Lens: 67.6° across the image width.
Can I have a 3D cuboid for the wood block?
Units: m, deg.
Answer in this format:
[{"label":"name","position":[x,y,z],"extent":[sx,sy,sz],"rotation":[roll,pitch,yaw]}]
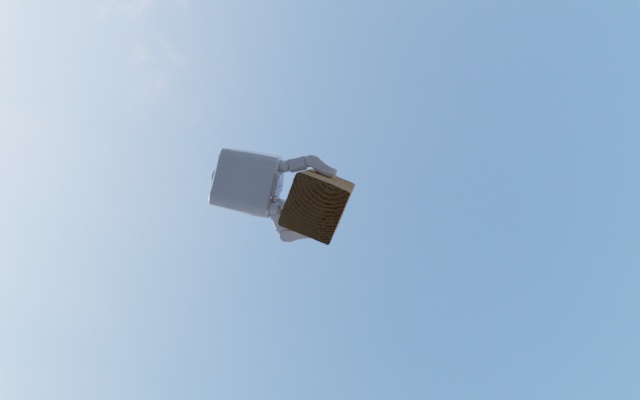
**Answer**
[{"label":"wood block","position":[0.000,0.002,0.825],"extent":[0.090,0.091,0.206],"rotation":[22,8,3]}]
